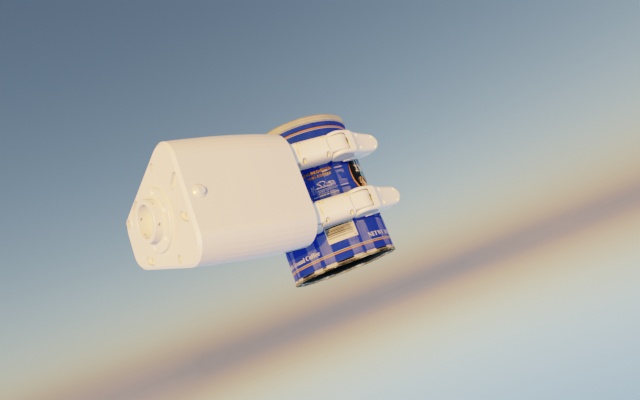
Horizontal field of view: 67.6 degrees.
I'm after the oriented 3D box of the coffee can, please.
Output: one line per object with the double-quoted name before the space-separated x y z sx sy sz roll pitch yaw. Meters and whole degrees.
"coffee can" 0.000 0.001 0.472 0.103 0.140 0.103 -20 -13 -5
